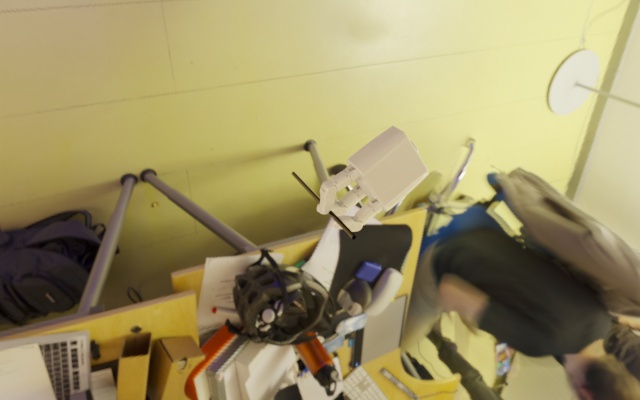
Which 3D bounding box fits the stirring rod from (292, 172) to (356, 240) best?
[{"bbox_3d":[0.000,0.003,0.866,0.011,0.011,0.239,0,28,-31],"label":"stirring rod"}]
